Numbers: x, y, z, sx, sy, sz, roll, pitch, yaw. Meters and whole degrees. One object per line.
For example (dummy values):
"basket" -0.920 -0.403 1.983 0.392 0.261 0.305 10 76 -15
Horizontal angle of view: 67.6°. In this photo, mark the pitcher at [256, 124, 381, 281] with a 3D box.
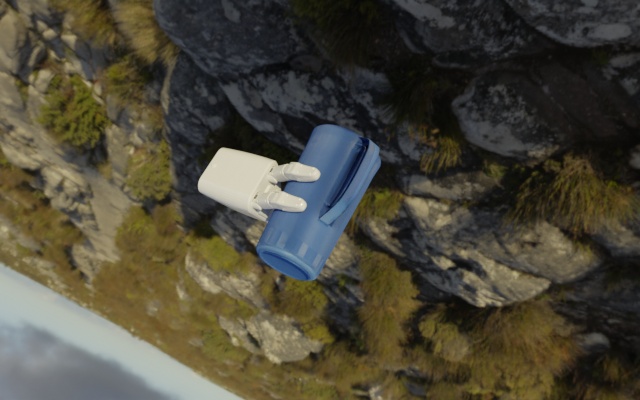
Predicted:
"pitcher" 0.000 0.003 0.780 0.145 0.242 0.149 19 -25 19
